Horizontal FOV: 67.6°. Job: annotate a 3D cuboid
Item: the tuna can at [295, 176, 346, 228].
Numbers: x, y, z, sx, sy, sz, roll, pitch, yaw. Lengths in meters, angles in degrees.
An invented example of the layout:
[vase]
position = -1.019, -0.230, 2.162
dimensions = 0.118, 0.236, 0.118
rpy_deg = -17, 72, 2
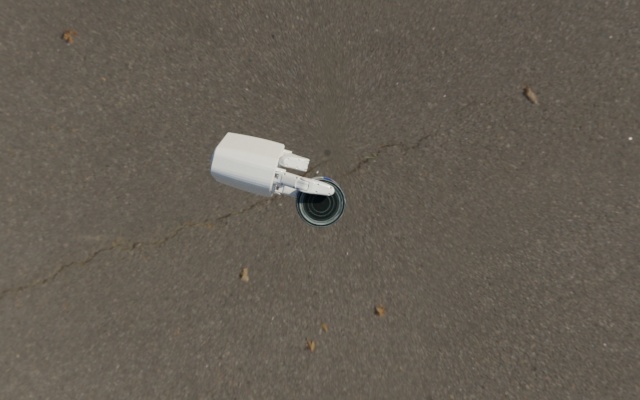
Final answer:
[tuna can]
position = 0.000, 0.003, 0.818
dimensions = 0.086, 0.086, 0.033
rpy_deg = 0, 7, -4
